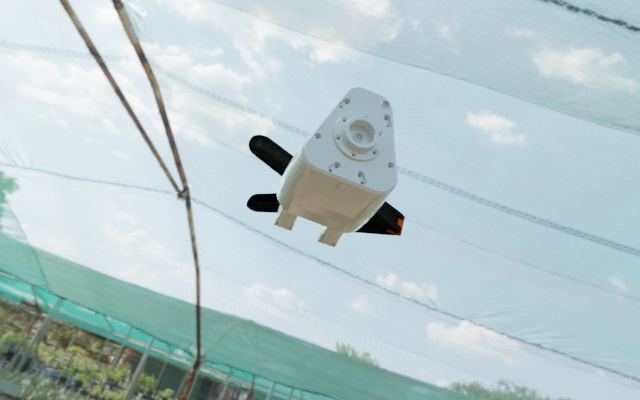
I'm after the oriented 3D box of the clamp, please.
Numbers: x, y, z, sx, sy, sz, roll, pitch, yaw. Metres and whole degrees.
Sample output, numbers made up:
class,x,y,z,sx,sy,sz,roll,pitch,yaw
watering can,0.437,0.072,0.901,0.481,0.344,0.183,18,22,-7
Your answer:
class,x,y,z,sx,sy,sz,roll,pitch,yaw
clamp,0.001,0.001,0.599,0.210,0.036,0.165,22,-27,-6
